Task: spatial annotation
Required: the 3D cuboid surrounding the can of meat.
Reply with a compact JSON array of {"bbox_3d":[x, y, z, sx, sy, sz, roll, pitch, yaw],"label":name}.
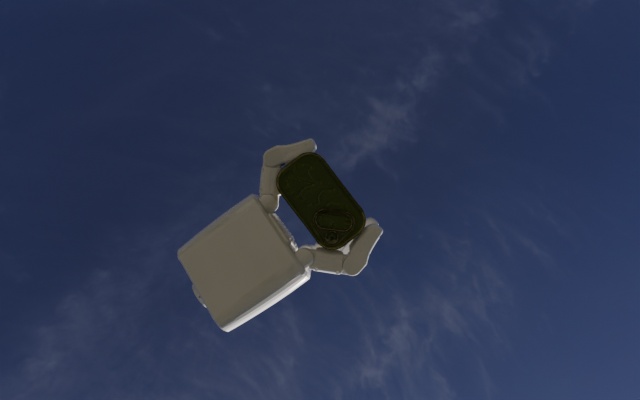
[{"bbox_3d":[0.000,0.002,0.526,0.057,0.102,0.084,-38,-1,-1],"label":"can of meat"}]
